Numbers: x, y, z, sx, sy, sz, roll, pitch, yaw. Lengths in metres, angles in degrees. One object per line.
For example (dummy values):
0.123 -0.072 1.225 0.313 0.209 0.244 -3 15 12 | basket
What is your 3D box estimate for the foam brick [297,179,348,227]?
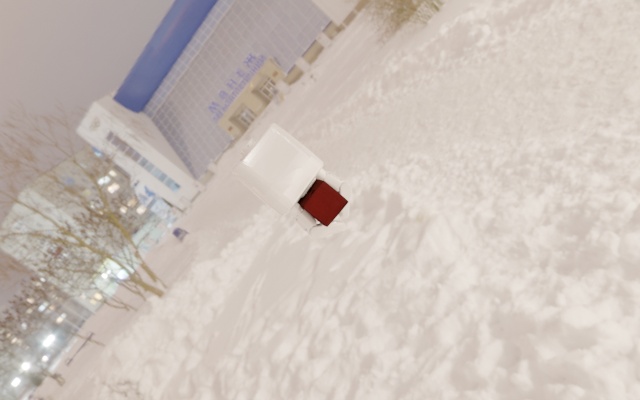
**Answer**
0.000 0.002 0.753 0.051 0.053 0.078 40 -5 -13 | foam brick
